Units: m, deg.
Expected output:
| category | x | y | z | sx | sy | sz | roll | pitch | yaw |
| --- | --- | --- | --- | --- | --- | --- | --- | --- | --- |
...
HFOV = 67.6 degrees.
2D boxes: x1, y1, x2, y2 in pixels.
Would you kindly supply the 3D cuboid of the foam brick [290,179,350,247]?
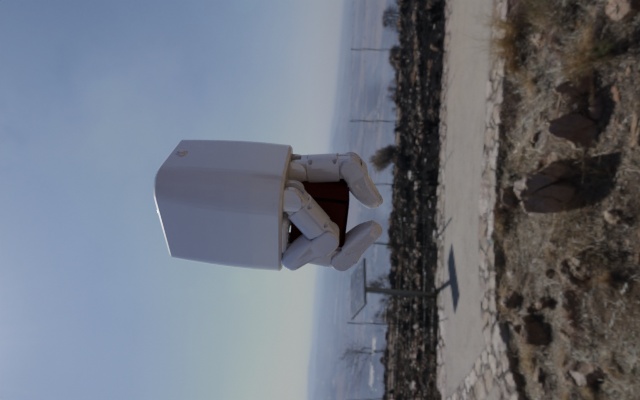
| category | x | y | z | sx | sy | sz | roll | pitch | yaw |
| --- | --- | --- | --- | --- | --- | --- | --- | --- | --- |
| foam brick | 0.000 | 0.001 | 0.464 | 0.051 | 0.053 | 0.078 | 5 | 29 | 0 |
